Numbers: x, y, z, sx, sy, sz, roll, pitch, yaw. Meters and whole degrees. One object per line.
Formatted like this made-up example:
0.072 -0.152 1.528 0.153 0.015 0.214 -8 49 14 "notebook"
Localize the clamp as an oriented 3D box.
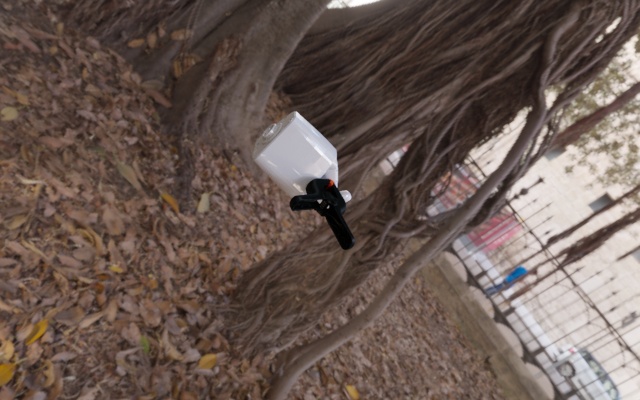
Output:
0.001 0.002 0.783 0.120 0.039 0.171 40 18 -22 "clamp"
